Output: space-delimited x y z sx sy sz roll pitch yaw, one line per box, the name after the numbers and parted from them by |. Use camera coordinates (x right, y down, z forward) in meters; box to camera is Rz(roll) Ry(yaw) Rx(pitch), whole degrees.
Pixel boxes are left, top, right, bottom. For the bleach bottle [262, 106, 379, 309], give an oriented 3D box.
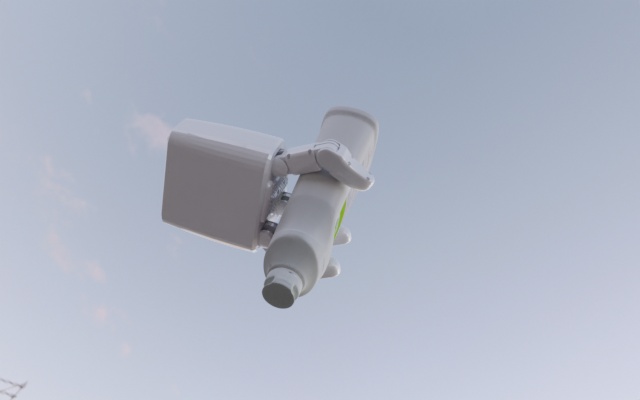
0.000 0.002 0.478 0.068 0.103 0.250 15 37 8 | bleach bottle
